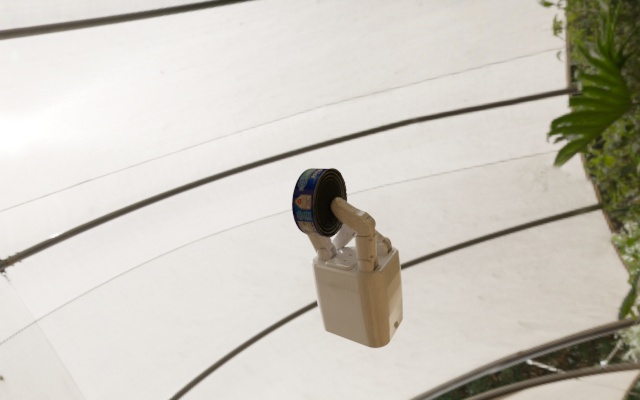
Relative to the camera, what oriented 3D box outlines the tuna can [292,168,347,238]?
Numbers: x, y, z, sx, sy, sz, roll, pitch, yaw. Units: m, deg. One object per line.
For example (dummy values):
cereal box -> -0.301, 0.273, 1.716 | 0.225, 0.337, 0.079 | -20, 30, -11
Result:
tuna can -> 0.000, 0.002, 0.594 | 0.034, 0.086, 0.086 | 4, 2, 29
